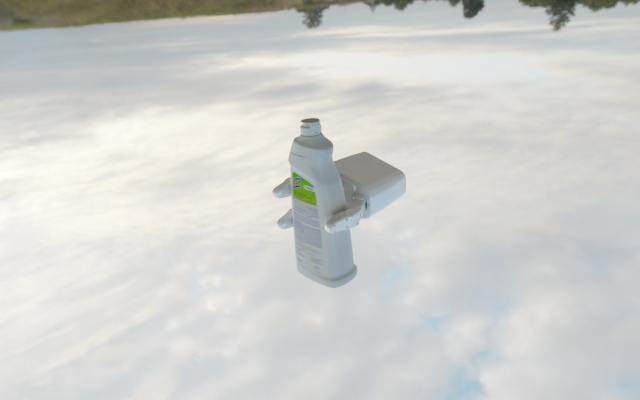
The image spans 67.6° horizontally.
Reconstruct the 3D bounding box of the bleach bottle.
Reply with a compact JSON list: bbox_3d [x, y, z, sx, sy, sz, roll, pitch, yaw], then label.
[{"bbox_3d":[0.000,0.002,0.725,0.102,0.251,0.068,17,31,41],"label":"bleach bottle"}]
